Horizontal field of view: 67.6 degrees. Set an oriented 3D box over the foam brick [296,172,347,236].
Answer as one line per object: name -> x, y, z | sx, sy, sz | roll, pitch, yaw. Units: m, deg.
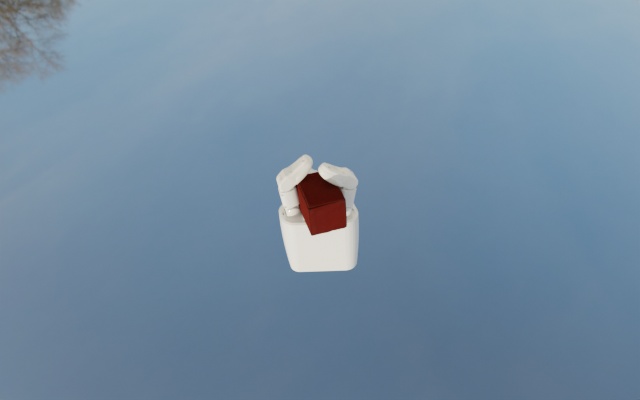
foam brick -> 0.000, 0.002, 0.664 | 0.053, 0.051, 0.078 | -13, 38, -10
